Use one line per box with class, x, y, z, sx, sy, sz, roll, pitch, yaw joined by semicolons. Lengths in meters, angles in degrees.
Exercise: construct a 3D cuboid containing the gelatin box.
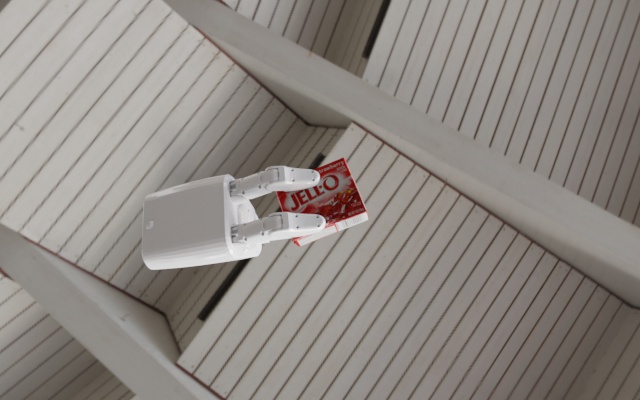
gelatin box;0.000;0.002;0.543;0.089;0.073;0.030;-21;-24;1
